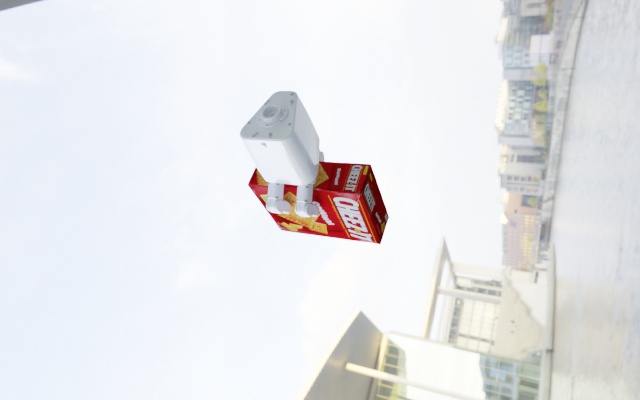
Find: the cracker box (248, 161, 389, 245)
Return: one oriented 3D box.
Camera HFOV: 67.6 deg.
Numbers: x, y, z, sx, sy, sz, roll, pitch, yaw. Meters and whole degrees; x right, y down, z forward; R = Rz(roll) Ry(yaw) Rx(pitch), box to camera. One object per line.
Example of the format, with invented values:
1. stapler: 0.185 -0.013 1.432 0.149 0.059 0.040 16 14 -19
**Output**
1. cracker box: 0.000 0.003 0.862 0.213 0.072 0.164 6 -31 25
